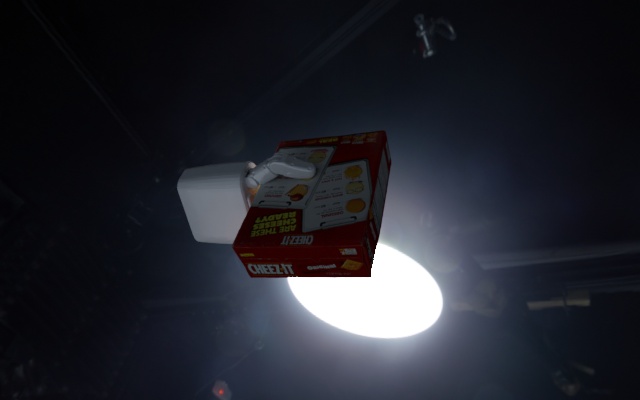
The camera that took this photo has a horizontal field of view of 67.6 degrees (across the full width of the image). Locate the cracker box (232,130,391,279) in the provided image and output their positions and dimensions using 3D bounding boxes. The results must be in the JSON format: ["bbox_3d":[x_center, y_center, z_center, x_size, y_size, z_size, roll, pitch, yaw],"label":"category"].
[{"bbox_3d":[0.000,0.002,0.635,0.164,0.072,0.213,-3,43,20],"label":"cracker box"}]
